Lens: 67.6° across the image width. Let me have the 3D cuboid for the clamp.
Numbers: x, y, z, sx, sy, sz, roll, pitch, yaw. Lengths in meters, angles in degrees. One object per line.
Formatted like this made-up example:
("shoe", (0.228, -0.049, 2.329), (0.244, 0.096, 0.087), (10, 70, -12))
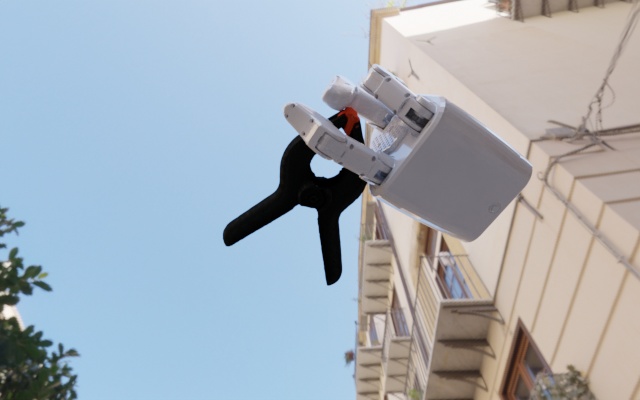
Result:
("clamp", (0.000, 0.001, 0.437), (0.120, 0.171, 0.039), (29, 23, -19))
